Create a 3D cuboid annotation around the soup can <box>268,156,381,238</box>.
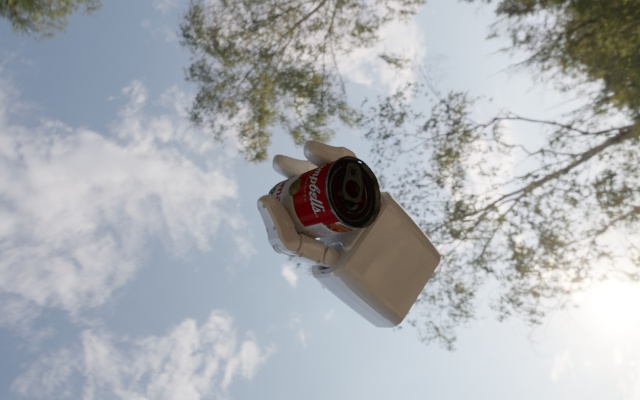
[{"bbox_3d":[-0.001,0.001,0.471,0.068,0.068,0.102,0,-11,-40],"label":"soup can"}]
